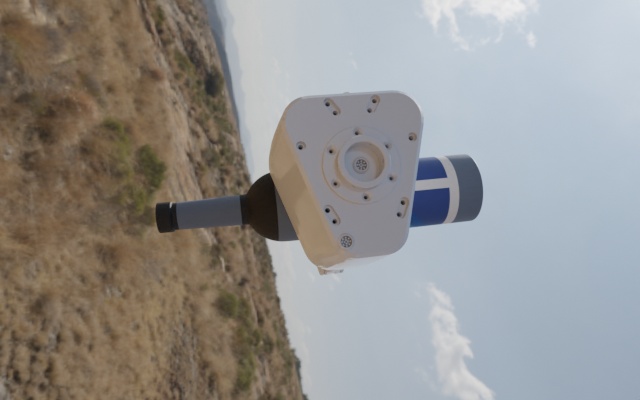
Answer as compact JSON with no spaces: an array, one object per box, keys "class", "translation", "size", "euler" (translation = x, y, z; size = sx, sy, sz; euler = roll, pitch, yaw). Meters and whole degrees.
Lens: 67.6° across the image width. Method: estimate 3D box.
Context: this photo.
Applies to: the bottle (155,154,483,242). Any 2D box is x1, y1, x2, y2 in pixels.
[{"class":"bottle","translation":[0.000,0.001,0.448],"size":[0.296,0.069,0.069],"euler":[-6,1,-9]}]
